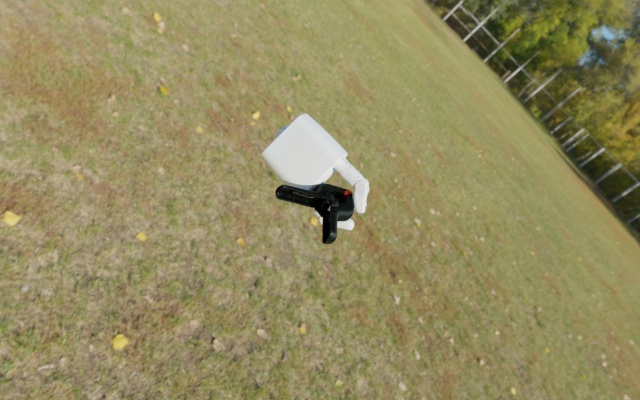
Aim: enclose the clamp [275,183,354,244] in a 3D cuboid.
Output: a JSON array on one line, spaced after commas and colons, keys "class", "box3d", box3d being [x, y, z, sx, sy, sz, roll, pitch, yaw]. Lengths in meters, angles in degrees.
[{"class": "clamp", "box3d": [0.001, 0.002, 0.783, 0.039, 0.120, 0.171, -46, -4, 24]}]
